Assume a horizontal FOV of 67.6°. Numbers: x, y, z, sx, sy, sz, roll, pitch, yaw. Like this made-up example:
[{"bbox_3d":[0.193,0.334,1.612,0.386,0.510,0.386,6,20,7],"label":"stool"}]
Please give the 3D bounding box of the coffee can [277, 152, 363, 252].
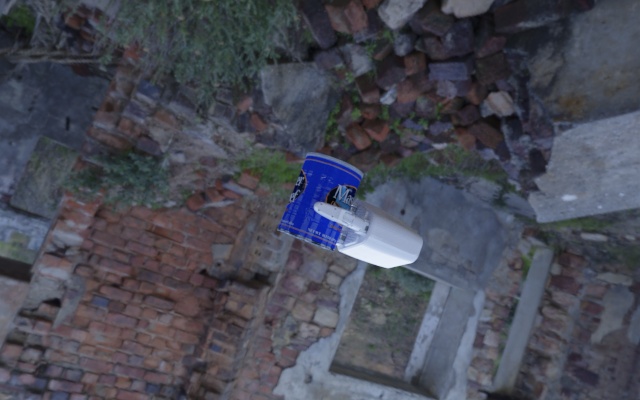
[{"bbox_3d":[0.000,0.002,0.804,0.103,0.140,0.103,21,-6,2],"label":"coffee can"}]
